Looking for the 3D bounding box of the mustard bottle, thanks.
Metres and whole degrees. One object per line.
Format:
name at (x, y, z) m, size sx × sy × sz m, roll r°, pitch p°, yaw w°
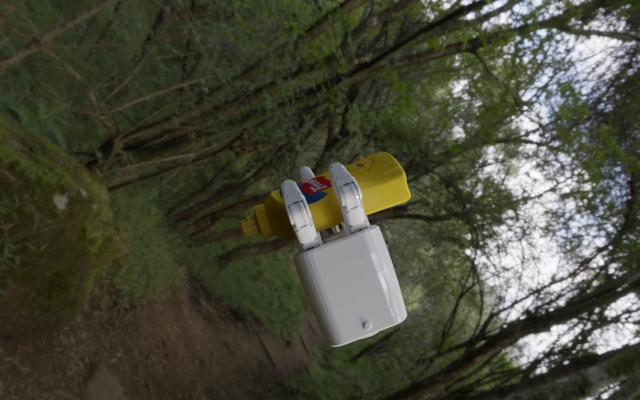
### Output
mustard bottle at (0.000, 0.001, 0.557) m, size 0.191 × 0.058 × 0.096 m, roll -20°, pitch 23°, yaw -4°
